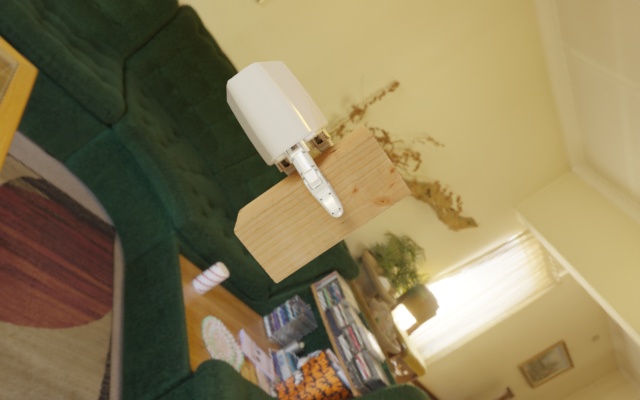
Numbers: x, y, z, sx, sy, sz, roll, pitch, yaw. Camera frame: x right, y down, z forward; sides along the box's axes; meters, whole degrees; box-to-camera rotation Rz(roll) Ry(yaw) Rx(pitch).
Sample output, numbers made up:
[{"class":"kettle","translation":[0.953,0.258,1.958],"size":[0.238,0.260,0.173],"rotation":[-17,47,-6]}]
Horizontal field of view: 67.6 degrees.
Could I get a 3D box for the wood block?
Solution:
[{"class":"wood block","translation":[0.000,0.002,0.621],"size":[0.206,0.090,0.090],"rotation":[-34,17,7]}]
